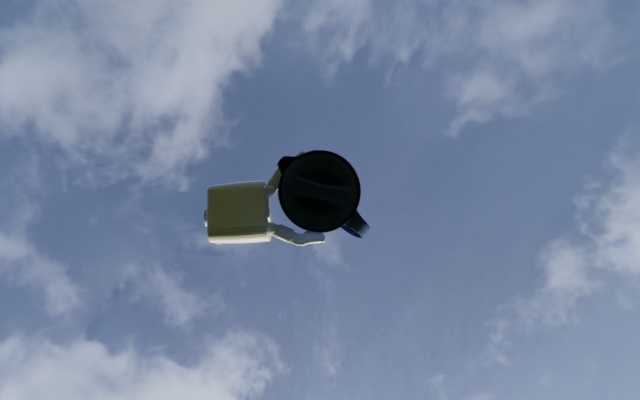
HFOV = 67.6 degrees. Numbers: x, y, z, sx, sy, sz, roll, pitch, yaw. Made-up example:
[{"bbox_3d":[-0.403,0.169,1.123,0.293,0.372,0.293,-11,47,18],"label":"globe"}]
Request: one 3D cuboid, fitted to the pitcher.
[{"bbox_3d":[0.000,0.003,0.873,0.145,0.149,0.243,-7,-5,-3],"label":"pitcher"}]
